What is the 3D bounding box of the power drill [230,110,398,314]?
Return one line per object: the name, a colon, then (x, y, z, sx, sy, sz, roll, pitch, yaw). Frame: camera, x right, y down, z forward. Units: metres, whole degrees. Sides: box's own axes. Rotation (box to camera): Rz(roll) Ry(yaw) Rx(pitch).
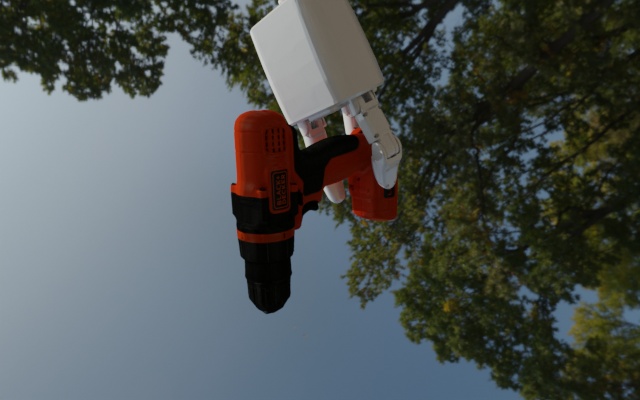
power drill: (0.000, 0.001, 0.470, 0.057, 0.184, 0.187, 13, 19, 43)
